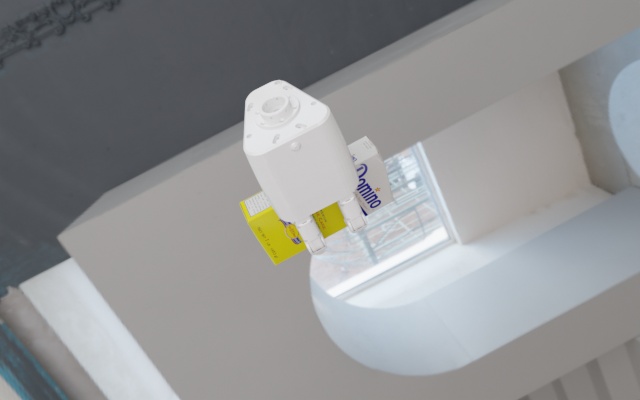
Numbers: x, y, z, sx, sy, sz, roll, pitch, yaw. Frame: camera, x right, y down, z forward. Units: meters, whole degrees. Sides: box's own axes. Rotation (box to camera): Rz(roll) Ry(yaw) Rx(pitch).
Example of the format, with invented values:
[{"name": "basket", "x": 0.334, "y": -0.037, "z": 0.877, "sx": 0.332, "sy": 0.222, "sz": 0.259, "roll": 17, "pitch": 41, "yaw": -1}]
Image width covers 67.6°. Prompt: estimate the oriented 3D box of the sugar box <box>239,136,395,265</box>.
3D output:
[{"name": "sugar box", "x": 0.000, "y": 0.002, "z": 0.592, "sx": 0.176, "sy": 0.093, "sz": 0.048, "roll": -27, "pitch": 45, "yaw": -2}]
